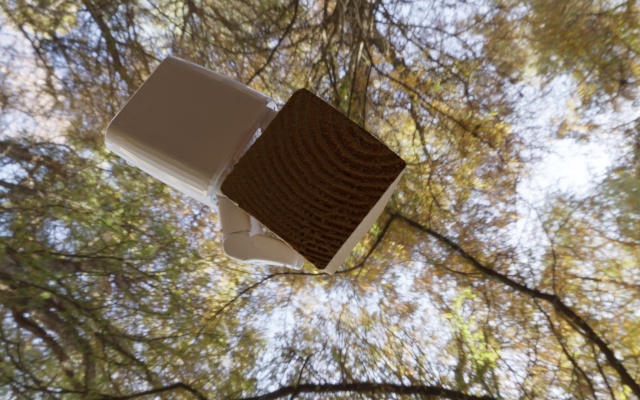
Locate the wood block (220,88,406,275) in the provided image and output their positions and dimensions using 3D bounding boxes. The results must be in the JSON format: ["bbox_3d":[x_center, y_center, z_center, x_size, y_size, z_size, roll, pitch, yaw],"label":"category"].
[{"bbox_3d":[0.000,0.001,0.405,0.090,0.091,0.206,37,-5,8],"label":"wood block"}]
